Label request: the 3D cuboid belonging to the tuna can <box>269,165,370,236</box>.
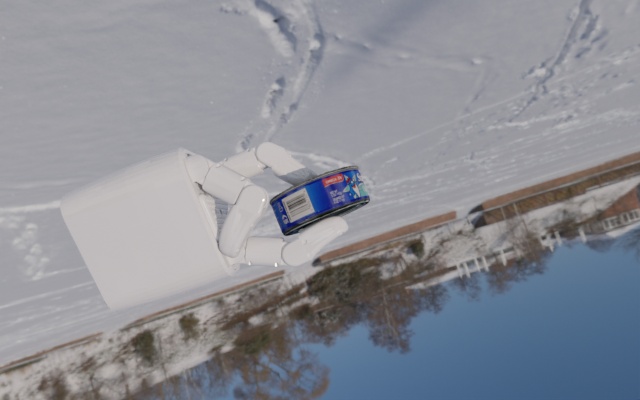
[{"bbox_3d":[0.000,0.002,0.427,0.086,0.033,0.086,-22,-7,-3],"label":"tuna can"}]
